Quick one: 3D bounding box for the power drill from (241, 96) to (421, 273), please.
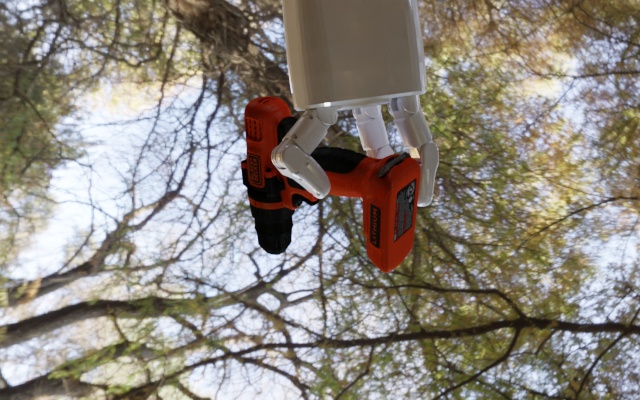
[{"bbox_3d":[0.000,0.001,0.475,0.187,0.185,0.057,20,38,30],"label":"power drill"}]
